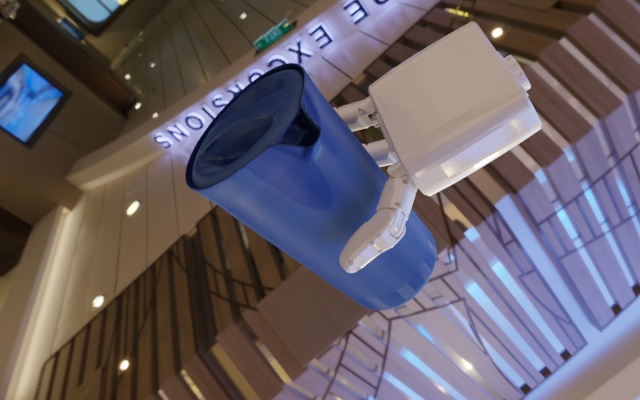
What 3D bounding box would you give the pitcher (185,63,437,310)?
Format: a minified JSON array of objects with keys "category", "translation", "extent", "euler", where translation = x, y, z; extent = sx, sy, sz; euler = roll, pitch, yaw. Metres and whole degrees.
[{"category":"pitcher","translation":[0.000,0.001,0.457],"extent":[0.145,0.149,0.243],"euler":[-33,-55,20]}]
